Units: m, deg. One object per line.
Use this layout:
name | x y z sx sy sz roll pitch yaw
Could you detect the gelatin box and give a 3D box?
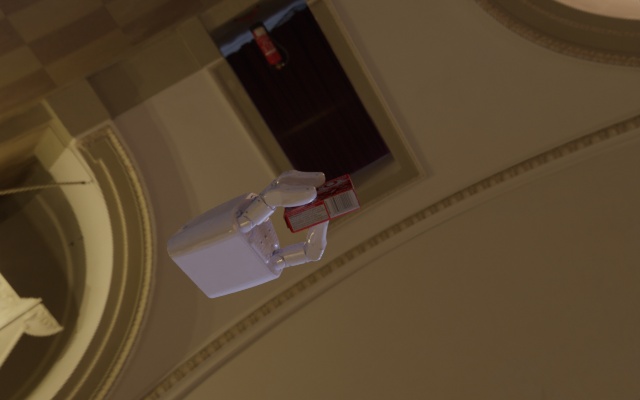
gelatin box | 0.001 0.002 0.585 0.089 0.030 0.073 -21 15 5
